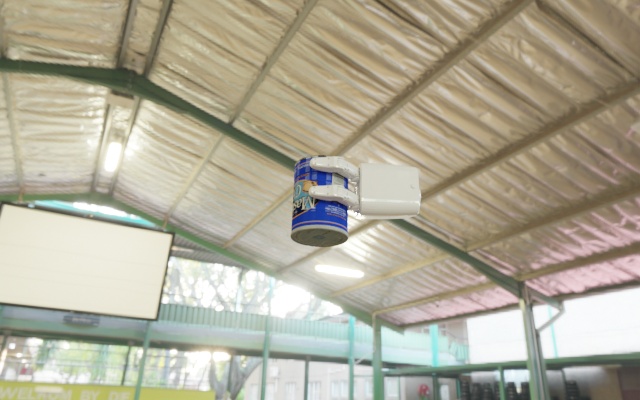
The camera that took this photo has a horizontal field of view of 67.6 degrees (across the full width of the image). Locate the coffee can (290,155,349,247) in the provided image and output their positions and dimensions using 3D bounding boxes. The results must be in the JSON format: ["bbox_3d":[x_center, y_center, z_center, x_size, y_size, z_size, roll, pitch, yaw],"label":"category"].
[{"bbox_3d":[0.000,0.003,0.868,0.103,0.140,0.103,2,-23,1],"label":"coffee can"}]
